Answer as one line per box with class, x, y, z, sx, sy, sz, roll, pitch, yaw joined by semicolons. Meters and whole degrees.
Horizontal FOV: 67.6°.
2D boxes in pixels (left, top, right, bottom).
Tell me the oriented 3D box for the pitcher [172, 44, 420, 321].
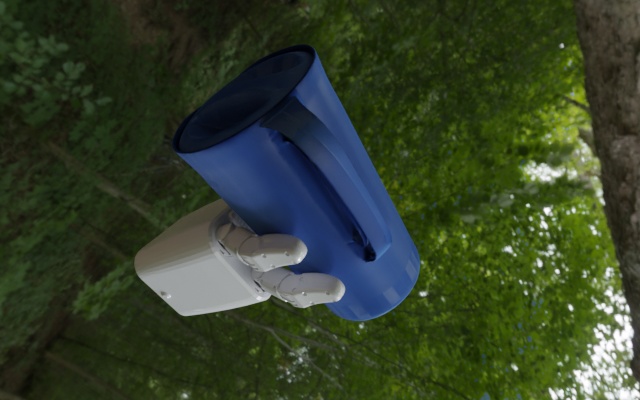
pitcher;0.000;0.001;0.420;0.145;0.243;0.149;-19;35;26
